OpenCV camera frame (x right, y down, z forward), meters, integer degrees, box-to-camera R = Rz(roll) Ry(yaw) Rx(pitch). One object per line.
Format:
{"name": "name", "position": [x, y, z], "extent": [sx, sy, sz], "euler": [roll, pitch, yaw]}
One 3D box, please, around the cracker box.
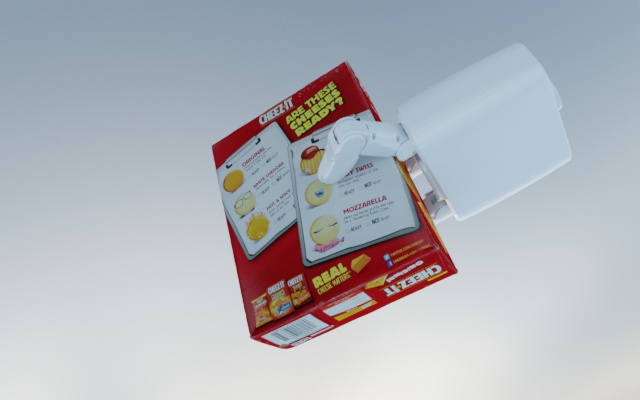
{"name": "cracker box", "position": [0.000, 0.001, 0.433], "extent": [0.164, 0.213, 0.072], "euler": [-29, -36, 14]}
